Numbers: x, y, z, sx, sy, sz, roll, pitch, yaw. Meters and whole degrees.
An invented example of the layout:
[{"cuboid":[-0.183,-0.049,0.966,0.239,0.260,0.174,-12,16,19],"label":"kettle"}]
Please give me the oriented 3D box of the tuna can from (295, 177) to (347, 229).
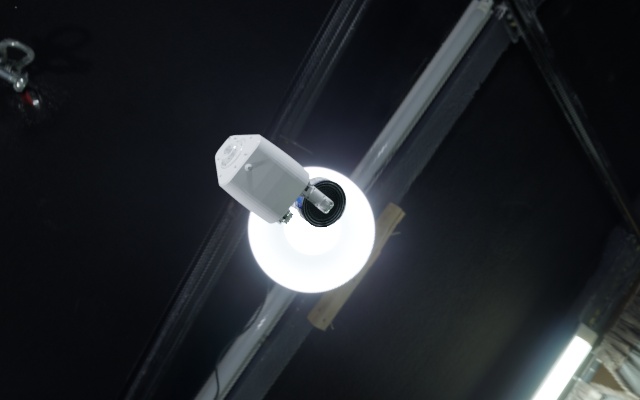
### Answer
[{"cuboid":[0.000,0.003,0.822,0.086,0.086,0.033,0,16,-28],"label":"tuna can"}]
